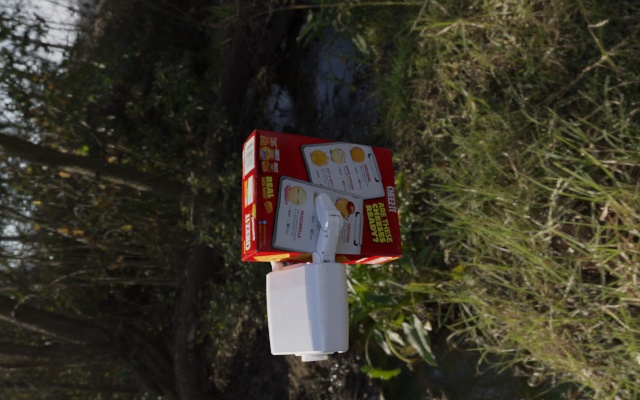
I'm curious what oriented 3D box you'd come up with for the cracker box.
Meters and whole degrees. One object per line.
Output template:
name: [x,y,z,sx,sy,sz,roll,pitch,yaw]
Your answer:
cracker box: [0.000,0.002,0.663,0.214,0.164,0.072,5,-18,-26]
